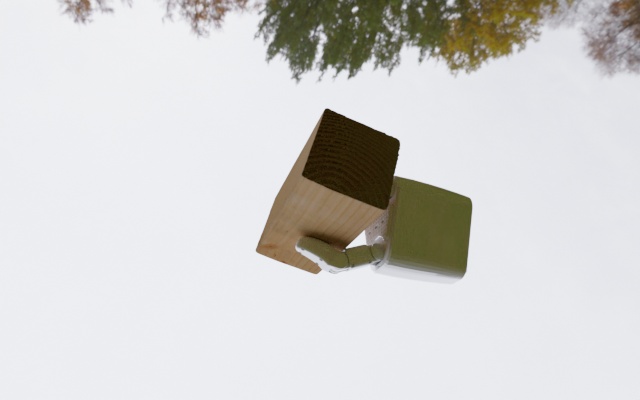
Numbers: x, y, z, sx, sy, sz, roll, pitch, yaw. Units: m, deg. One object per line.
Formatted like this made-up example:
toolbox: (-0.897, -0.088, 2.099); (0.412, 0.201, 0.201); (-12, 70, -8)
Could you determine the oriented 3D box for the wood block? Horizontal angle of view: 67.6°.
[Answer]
wood block: (0.000, 0.002, 0.551); (0.090, 0.090, 0.206); (22, -32, -9)
